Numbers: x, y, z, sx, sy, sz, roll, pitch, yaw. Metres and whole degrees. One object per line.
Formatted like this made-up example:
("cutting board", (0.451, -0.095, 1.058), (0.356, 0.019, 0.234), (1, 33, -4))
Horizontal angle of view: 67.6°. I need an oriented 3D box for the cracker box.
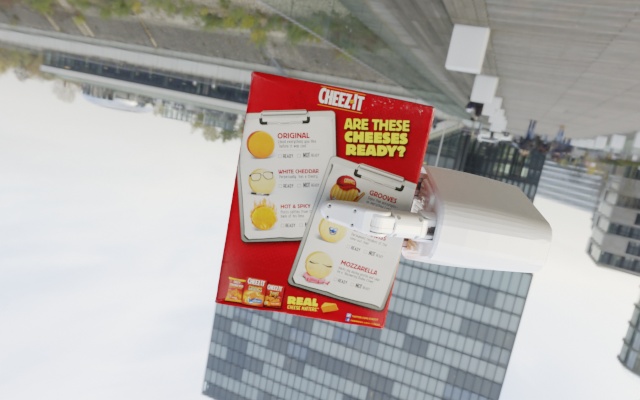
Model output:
("cracker box", (0.000, 0.002, 0.458), (0.164, 0.214, 0.072), (10, 10, -5))
